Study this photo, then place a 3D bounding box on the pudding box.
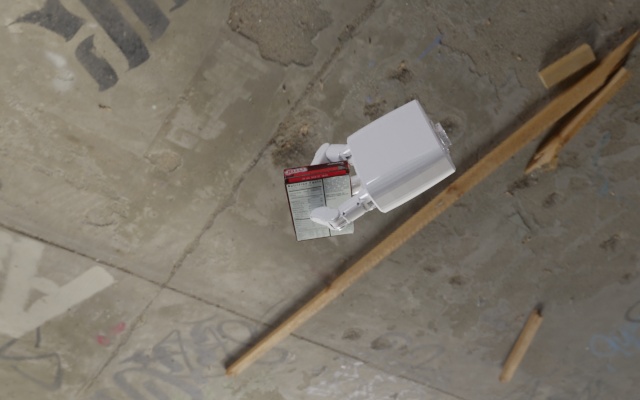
[{"bbox_3d":[0.000,0.002,0.669,0.090,0.114,0.039,-8,38,0],"label":"pudding box"}]
